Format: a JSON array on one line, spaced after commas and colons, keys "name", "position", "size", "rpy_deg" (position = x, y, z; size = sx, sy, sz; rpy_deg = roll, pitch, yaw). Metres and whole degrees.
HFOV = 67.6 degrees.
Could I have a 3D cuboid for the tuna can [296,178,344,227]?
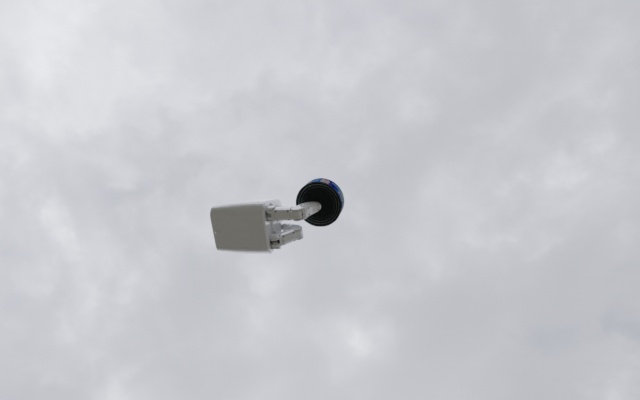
[{"name": "tuna can", "position": [0.000, 0.003, 0.877], "size": [0.086, 0.086, 0.033], "rpy_deg": [0, 17, 15]}]
